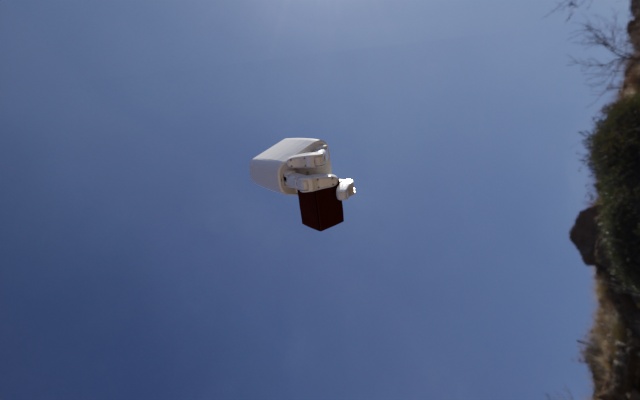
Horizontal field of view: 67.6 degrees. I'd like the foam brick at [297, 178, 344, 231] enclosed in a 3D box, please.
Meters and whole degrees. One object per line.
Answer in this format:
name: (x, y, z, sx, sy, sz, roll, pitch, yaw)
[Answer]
foam brick: (0.000, 0.003, 0.788, 0.053, 0.078, 0.051, -19, 21, -35)
